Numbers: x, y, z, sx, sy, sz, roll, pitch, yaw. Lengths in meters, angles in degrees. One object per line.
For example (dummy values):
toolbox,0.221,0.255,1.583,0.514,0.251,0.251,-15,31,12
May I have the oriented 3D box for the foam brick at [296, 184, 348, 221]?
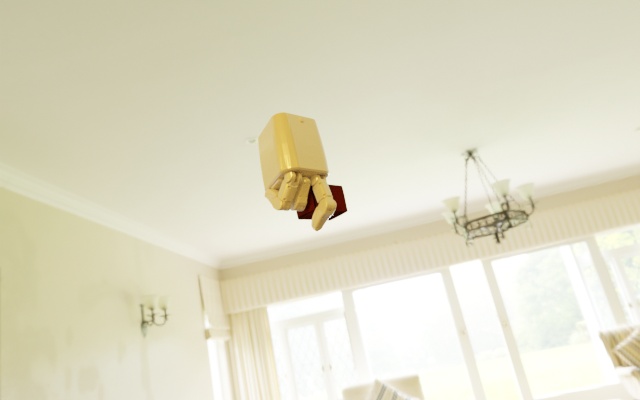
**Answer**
foam brick,0.000,0.003,0.841,0.078,0.051,0.053,5,-24,-43
